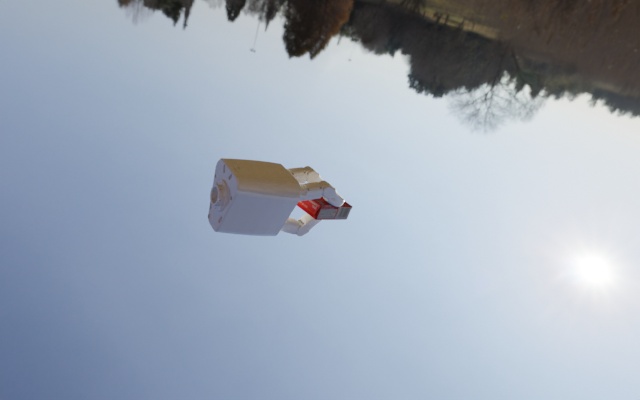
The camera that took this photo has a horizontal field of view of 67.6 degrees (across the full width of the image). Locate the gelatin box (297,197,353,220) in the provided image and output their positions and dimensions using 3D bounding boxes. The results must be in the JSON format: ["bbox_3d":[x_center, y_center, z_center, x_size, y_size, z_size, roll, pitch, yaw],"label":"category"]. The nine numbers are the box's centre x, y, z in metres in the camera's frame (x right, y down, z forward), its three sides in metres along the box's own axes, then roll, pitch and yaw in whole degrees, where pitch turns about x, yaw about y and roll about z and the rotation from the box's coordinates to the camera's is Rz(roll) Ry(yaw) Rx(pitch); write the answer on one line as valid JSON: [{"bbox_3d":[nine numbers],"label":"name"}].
[{"bbox_3d":[0.000,0.003,0.822,0.073,0.030,0.089,37,21,35],"label":"gelatin box"}]
